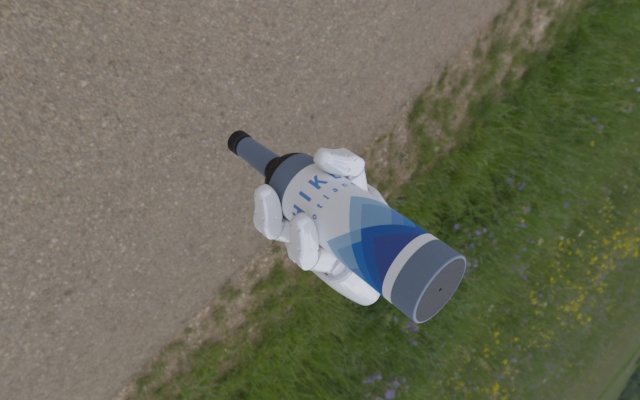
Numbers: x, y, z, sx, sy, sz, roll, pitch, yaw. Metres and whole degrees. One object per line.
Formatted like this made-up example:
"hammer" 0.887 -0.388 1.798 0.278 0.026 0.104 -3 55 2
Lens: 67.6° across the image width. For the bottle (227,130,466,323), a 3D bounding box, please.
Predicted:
"bottle" 0.000 0.002 0.469 0.069 0.069 0.295 0 29 -49
